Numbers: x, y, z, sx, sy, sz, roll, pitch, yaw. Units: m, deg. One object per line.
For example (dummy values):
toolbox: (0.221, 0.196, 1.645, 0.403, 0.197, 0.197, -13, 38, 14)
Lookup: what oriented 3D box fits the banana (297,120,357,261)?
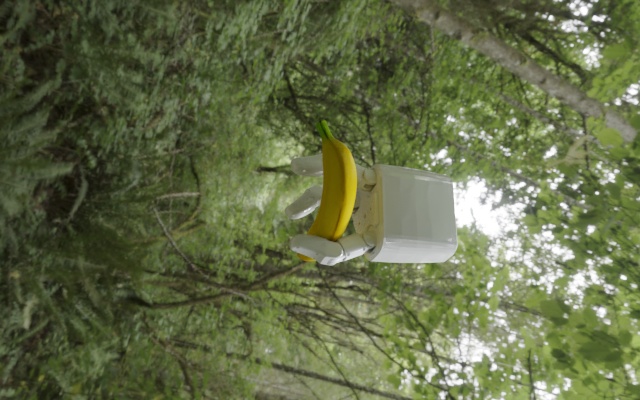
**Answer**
banana: (0.008, 0.010, 0.553, 0.037, 0.198, 0.069, -7, 38, -25)
